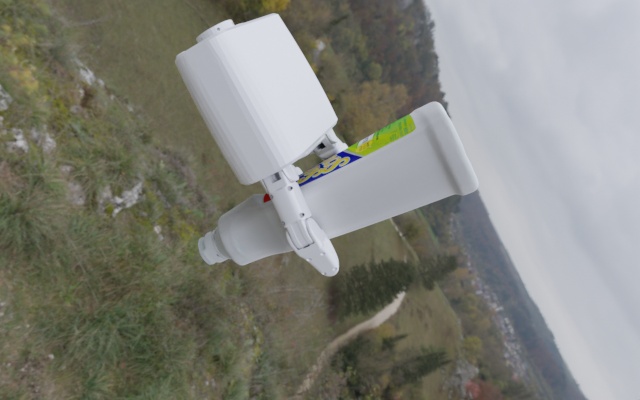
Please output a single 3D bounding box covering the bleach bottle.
[{"bbox_3d":[0.000,0.001,0.416,0.251,0.068,0.102,-25,16,16],"label":"bleach bottle"}]
